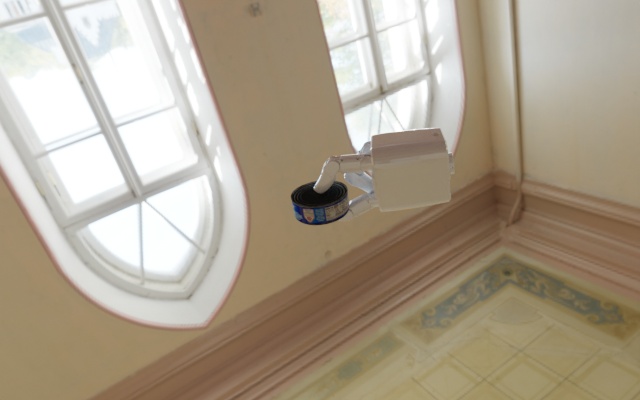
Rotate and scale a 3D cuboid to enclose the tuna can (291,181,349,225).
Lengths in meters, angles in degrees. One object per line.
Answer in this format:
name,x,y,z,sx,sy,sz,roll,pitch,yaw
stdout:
tuna can,0.000,0.003,0.717,0.086,0.034,0.086,-7,27,4
